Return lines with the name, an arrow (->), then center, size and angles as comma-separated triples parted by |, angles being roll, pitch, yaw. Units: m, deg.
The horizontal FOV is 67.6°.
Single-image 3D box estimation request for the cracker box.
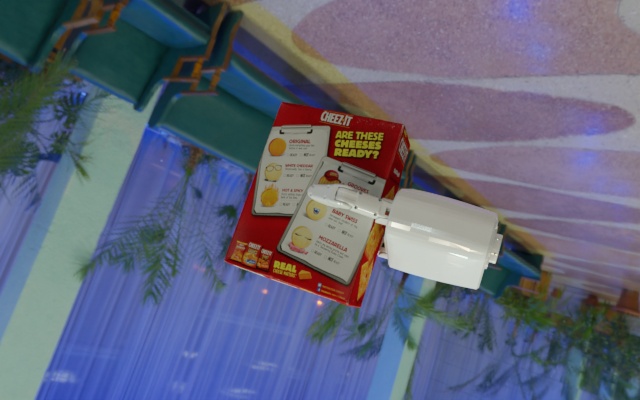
cracker box -> 0.000, 0.002, 0.582 | 0.164, 0.213, 0.072 | 15, -10, 21
